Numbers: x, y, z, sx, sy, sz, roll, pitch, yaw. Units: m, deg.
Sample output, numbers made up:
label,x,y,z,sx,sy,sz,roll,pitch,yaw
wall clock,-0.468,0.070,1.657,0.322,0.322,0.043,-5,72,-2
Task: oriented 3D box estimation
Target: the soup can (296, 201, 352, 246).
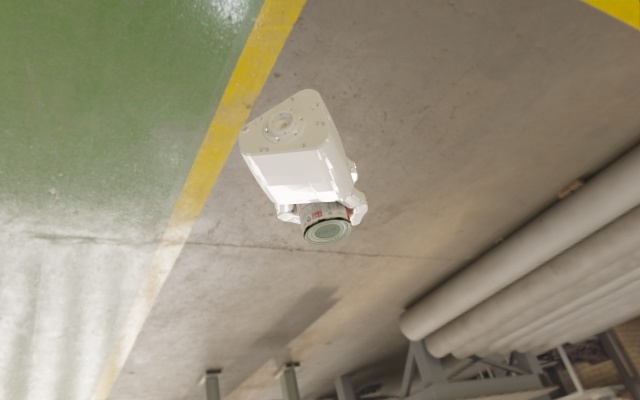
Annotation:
label,x,y,z,sx,sy,sz,roll,pitch,yaw
soup can,0.000,0.003,0.655,0.068,0.102,0.069,-10,-33,-7
